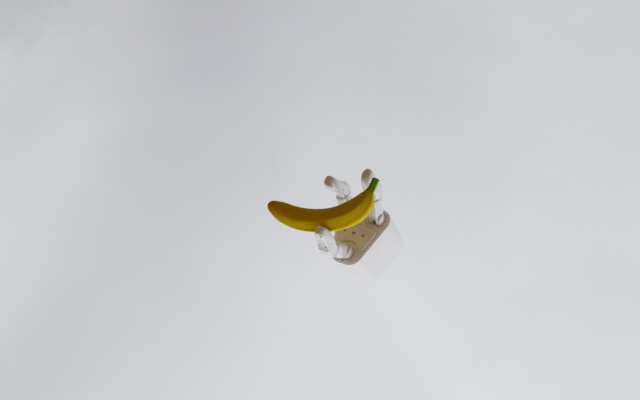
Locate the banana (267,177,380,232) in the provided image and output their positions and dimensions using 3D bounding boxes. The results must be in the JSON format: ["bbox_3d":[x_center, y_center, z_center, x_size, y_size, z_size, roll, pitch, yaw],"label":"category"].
[{"bbox_3d":[0.002,0.018,0.745,0.198,0.069,0.037,-11,-32,23],"label":"banana"}]
